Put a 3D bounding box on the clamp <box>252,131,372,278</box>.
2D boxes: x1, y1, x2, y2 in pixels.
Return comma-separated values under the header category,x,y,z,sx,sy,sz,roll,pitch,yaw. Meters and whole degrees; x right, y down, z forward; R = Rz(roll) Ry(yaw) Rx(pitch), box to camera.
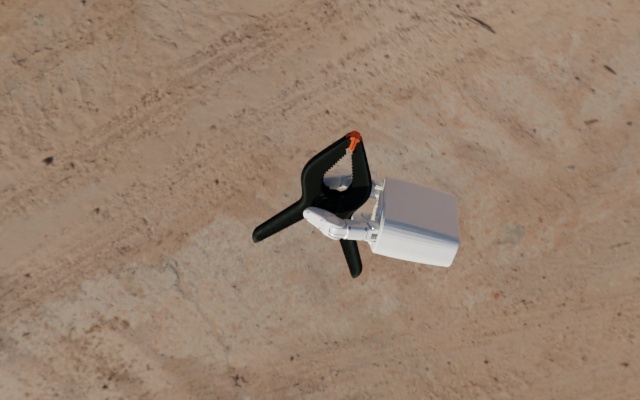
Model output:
category,x,y,z,sx,sy,sz,roll,pitch,yaw
clamp,0.000,0.002,0.642,0.164,0.210,0.036,14,28,-2
